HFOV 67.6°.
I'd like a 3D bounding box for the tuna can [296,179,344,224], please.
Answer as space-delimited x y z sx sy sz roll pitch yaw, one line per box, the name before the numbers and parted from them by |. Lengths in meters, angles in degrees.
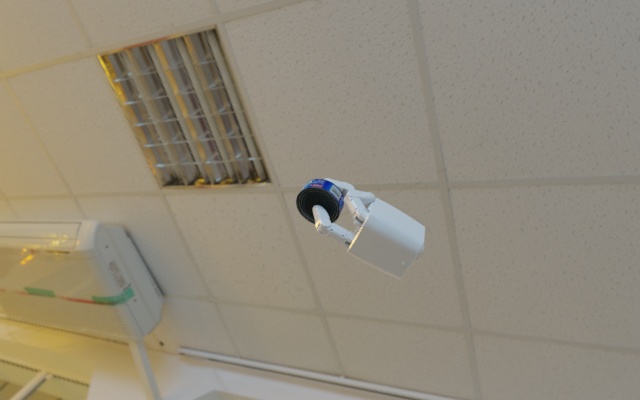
tuna can | 0.000 0.003 0.888 0.086 0.086 0.033 0 34 23
